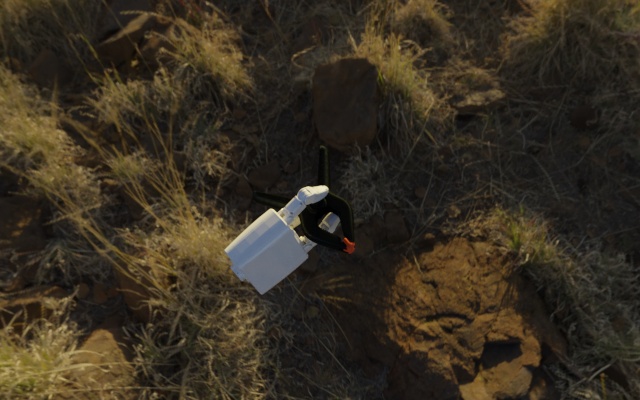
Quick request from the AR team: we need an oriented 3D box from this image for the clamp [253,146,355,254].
[{"bbox_3d":[0.000,0.003,0.839,0.210,0.164,0.036,43,-11,27],"label":"clamp"}]
